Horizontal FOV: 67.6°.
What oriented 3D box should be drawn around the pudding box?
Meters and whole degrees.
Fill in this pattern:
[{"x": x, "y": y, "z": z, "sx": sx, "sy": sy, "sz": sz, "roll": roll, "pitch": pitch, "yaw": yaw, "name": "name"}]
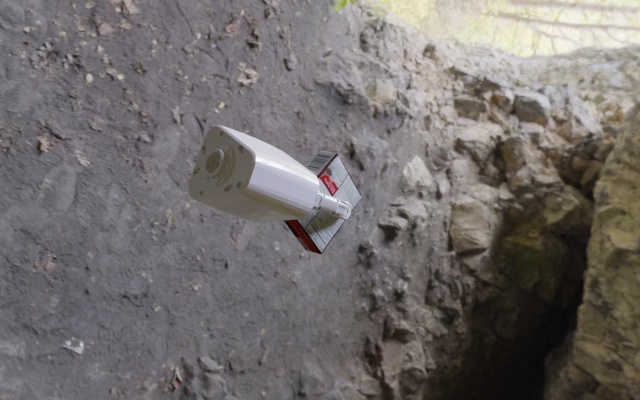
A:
[{"x": 0.000, "y": 0.002, "z": 0.650, "sx": 0.039, "sy": 0.113, "sz": 0.090, "roll": 15, "pitch": -33, "yaw": 44, "name": "pudding box"}]
